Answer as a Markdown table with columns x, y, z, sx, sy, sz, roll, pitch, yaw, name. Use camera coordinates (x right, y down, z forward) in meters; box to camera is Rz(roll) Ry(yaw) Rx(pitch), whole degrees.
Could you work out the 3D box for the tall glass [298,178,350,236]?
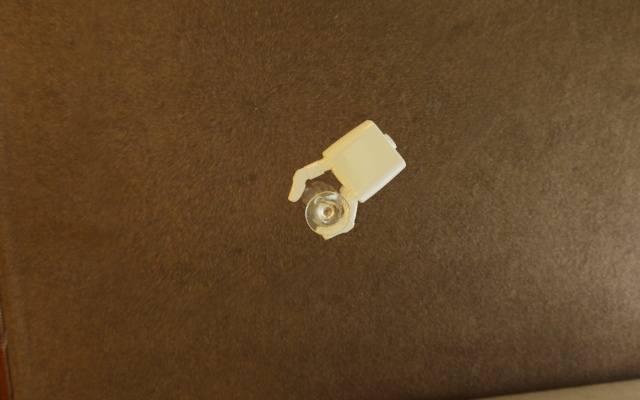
| x | y | z | sx | sy | sz | roll | pitch | yaw | name |
| --- | --- | --- | --- | --- | --- | --- | --- | --- | --- |
| 0.000 | 0.003 | 0.877 | 0.079 | 0.079 | 0.201 | 0 | 11 | -8 | tall glass |
